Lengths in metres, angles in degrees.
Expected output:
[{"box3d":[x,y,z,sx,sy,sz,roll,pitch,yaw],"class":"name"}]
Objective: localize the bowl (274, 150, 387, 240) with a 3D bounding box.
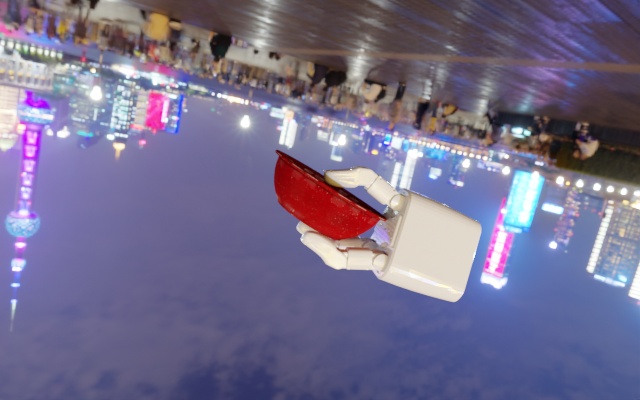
[{"box3d":[-0.001,0.002,0.590,0.162,0.055,0.162,32,5,-3],"class":"bowl"}]
